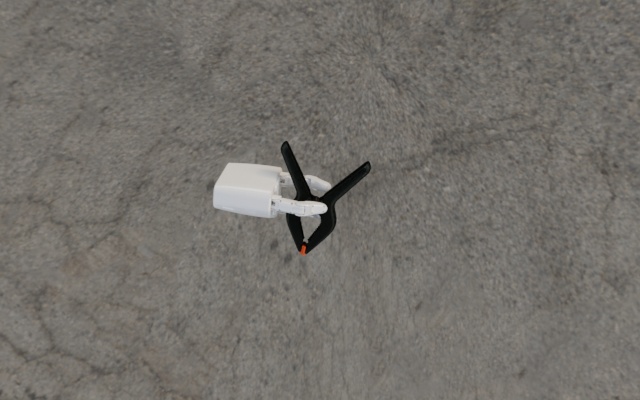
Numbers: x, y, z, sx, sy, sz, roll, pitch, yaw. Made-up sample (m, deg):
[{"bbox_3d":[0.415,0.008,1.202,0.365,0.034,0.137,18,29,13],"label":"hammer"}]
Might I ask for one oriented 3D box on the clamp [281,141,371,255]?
[{"bbox_3d":[0.000,0.004,0.879,0.164,0.210,0.036,8,17,3],"label":"clamp"}]
